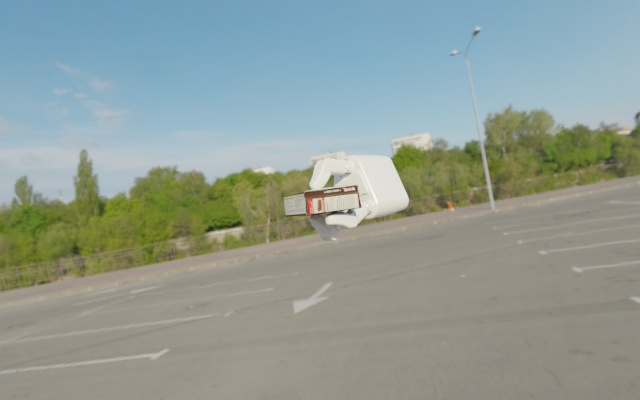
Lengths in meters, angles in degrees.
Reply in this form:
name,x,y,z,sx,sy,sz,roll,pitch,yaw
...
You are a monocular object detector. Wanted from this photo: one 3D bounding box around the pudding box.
name,x,y,z,sx,sy,sz,roll,pitch,yaw
pudding box,0.000,0.002,0.747,0.090,0.039,0.113,-8,-2,-20
